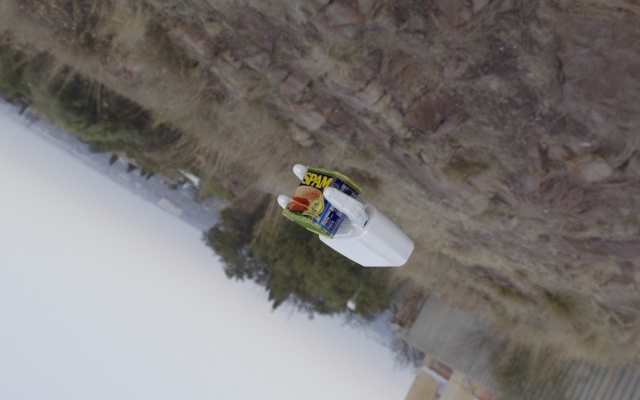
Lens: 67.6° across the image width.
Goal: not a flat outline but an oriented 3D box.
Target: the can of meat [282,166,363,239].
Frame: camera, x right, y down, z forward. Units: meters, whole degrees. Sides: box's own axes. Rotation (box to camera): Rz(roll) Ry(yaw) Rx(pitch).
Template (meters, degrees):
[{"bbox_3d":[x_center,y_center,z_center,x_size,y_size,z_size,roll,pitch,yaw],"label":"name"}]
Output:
[{"bbox_3d":[0.000,0.003,0.708,0.057,0.084,0.102,37,-11,-35],"label":"can of meat"}]
